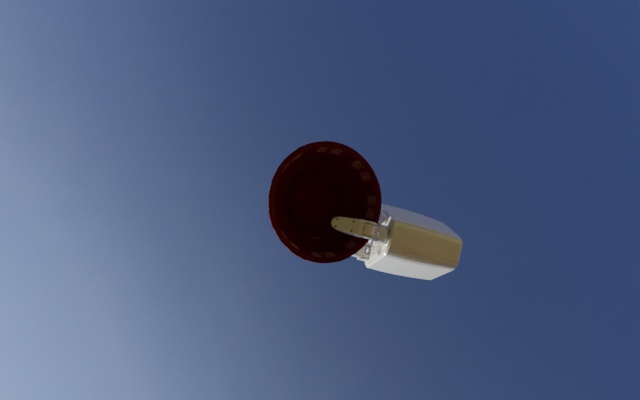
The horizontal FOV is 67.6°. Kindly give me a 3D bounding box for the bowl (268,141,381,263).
[{"bbox_3d":[-0.001,0.001,0.653,0.162,0.162,0.055,0,1,-22],"label":"bowl"}]
